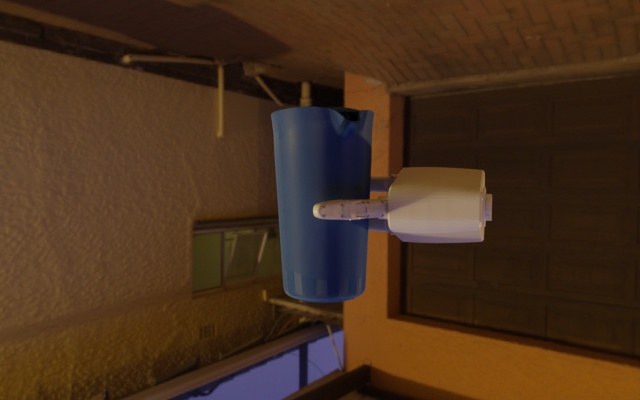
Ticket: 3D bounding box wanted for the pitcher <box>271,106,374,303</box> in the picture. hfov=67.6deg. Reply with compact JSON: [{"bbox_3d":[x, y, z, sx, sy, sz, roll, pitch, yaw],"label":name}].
[{"bbox_3d":[0.000,0.002,0.632,0.145,0.243,0.149,0,2,18],"label":"pitcher"}]
